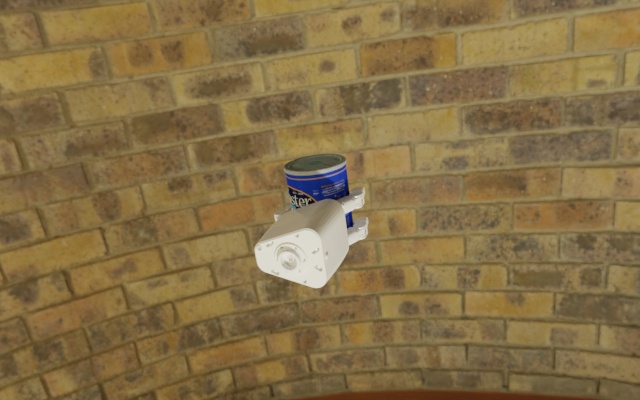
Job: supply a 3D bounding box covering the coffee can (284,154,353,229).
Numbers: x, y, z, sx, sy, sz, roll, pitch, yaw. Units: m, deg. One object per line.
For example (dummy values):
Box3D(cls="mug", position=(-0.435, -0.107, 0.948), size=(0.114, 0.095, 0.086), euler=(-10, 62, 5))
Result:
Box3D(cls="coffee can", position=(0.000, 0.002, 0.800), size=(0.103, 0.140, 0.102), euler=(-7, 19, 3))
